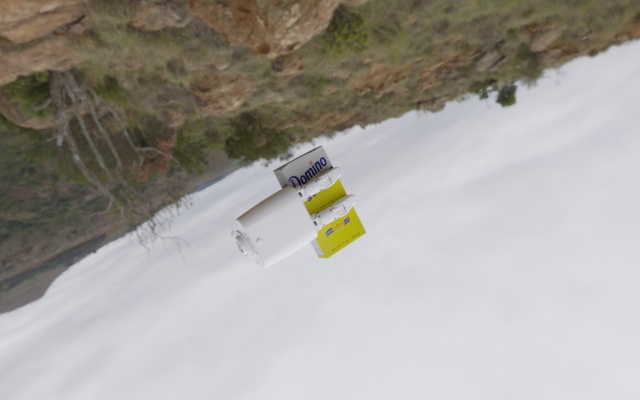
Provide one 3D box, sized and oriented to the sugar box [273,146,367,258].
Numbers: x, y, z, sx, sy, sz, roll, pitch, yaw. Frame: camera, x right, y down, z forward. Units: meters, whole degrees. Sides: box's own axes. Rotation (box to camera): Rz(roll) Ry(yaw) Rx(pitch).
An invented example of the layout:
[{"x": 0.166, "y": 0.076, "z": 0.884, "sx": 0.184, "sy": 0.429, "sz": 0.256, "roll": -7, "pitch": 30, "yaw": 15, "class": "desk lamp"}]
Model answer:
[{"x": 0.000, "y": 0.003, "z": 0.837, "sx": 0.093, "sy": 0.176, "sz": 0.048, "roll": -32, "pitch": 11, "yaw": -23, "class": "sugar box"}]
